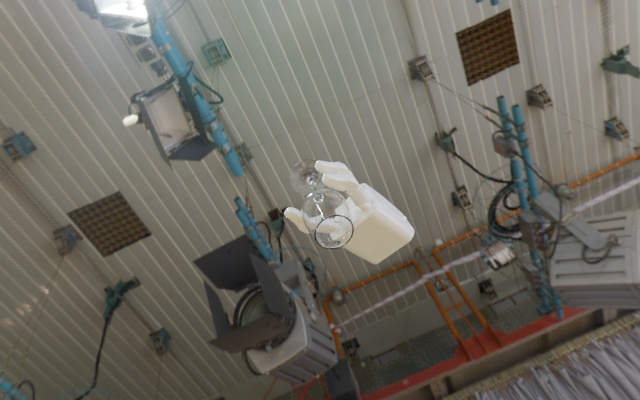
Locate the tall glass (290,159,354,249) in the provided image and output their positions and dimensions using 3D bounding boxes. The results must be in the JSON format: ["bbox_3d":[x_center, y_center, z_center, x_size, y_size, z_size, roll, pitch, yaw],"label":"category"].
[{"bbox_3d":[0.000,0.002,0.811,0.079,0.079,0.201,0,28,-14],"label":"tall glass"}]
